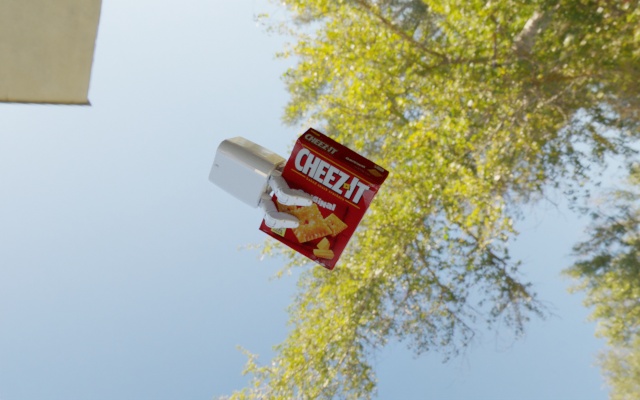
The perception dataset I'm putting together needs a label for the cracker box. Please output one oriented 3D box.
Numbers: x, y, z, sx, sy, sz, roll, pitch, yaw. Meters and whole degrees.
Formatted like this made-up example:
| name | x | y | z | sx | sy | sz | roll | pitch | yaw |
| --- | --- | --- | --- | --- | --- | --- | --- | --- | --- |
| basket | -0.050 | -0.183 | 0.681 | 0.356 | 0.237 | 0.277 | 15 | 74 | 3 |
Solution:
| name | x | y | z | sx | sy | sz | roll | pitch | yaw |
| --- | --- | --- | --- | --- | --- | --- | --- | --- | --- |
| cracker box | 0.000 | 0.003 | 0.867 | 0.164 | 0.214 | 0.072 | 30 | 33 | 5 |
